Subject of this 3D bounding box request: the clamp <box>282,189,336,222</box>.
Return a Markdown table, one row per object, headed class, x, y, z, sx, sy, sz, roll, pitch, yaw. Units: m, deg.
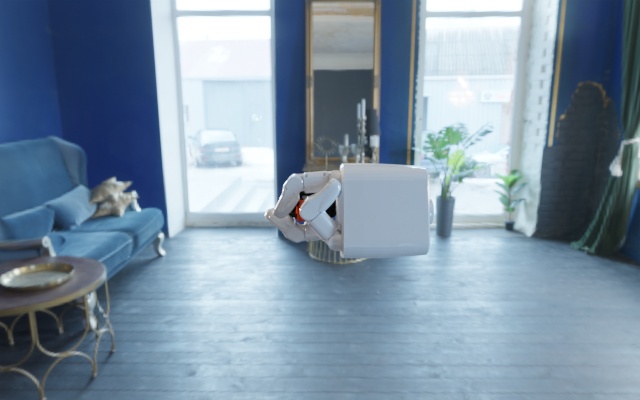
| class | x | y | z | sx | sy | sz | roll | pitch | yaw |
| --- | --- | --- | --- | --- | --- | --- | --- | --- | --- |
| clamp | 0.000 | 0.002 | 0.679 | 0.120 | 0.039 | 0.171 | 0 | 12 | 0 |
